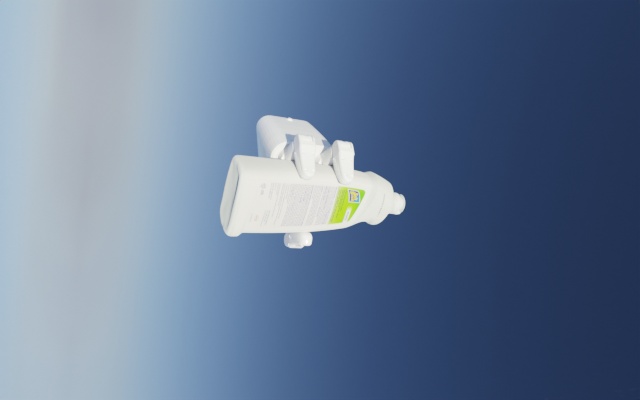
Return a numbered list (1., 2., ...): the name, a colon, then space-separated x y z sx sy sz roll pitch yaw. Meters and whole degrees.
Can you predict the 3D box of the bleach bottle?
1. bleach bottle: 0.000 0.002 0.643 0.251 0.103 0.068 5 29 -26
